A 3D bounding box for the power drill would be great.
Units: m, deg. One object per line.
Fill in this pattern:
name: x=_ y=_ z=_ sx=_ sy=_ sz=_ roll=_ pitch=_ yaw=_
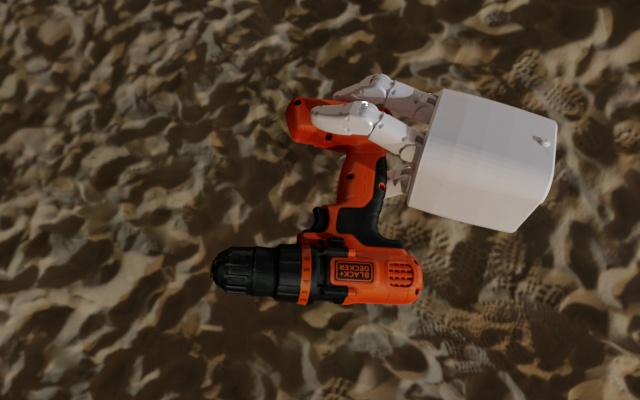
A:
power drill: x=0.000 y=0.001 z=0.439 sx=0.184 sy=0.187 sz=0.057 roll=5 pitch=-17 yaw=-11
